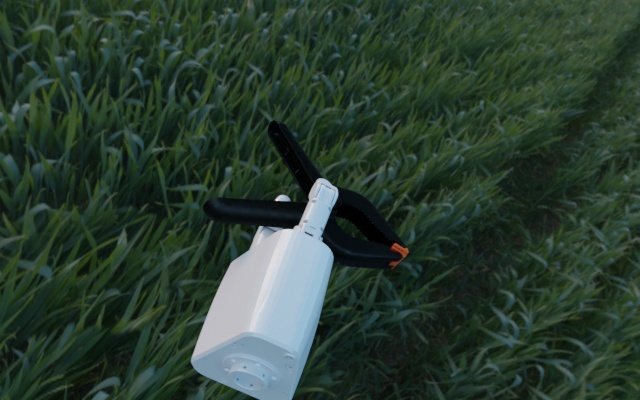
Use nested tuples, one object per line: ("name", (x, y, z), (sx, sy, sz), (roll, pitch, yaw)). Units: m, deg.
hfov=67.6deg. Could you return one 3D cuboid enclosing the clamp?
("clamp", (0.001, 0.002, 0.512), (0.210, 0.164, 0.036), (27, -44, -9))
